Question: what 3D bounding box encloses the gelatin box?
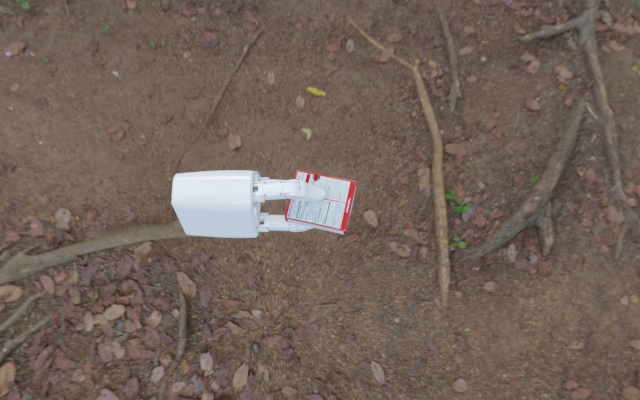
[{"bbox_3d":[0.000,0.002,0.673,0.089,0.073,0.030,12,-14,6],"label":"gelatin box"}]
